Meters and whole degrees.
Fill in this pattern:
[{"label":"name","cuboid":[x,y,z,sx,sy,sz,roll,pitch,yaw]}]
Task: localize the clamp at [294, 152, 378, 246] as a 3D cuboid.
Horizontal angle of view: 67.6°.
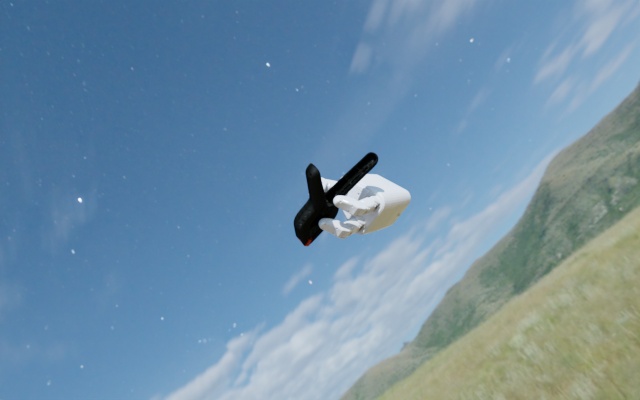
[{"label":"clamp","cuboid":[0.000,0.003,0.832,0.164,0.210,0.036,-7,48,-48]}]
